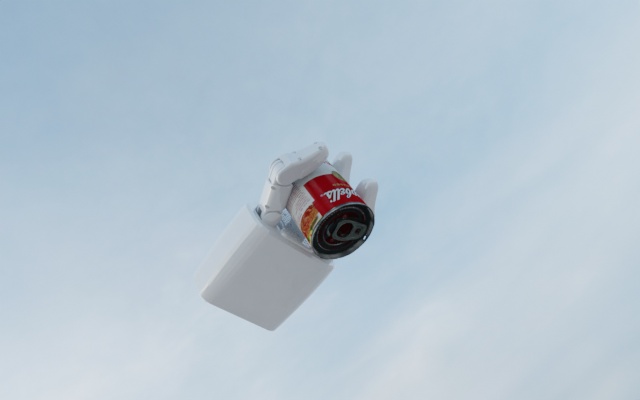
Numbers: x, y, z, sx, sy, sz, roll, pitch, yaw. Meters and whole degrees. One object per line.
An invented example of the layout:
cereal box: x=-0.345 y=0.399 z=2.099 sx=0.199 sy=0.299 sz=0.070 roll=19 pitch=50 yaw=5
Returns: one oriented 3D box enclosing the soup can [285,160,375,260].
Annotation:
soup can: x=0.000 y=0.001 z=0.484 sx=0.068 sy=0.068 sz=0.102 roll=0 pitch=35 yaw=-32
